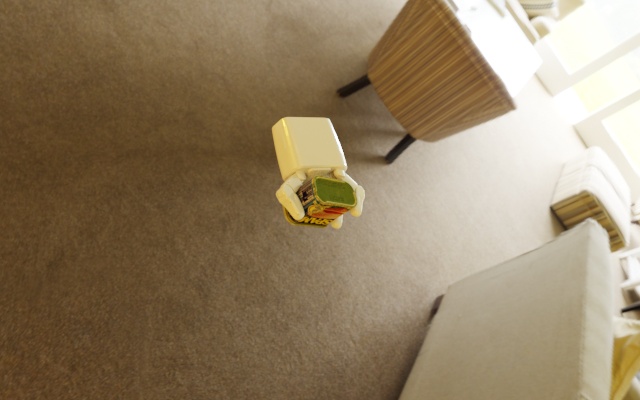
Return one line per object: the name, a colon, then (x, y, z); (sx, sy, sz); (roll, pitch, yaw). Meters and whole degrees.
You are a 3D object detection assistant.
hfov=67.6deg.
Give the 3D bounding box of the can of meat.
can of meat: (0.000, 0.003, 0.821); (0.102, 0.057, 0.084); (9, -32, -42)
